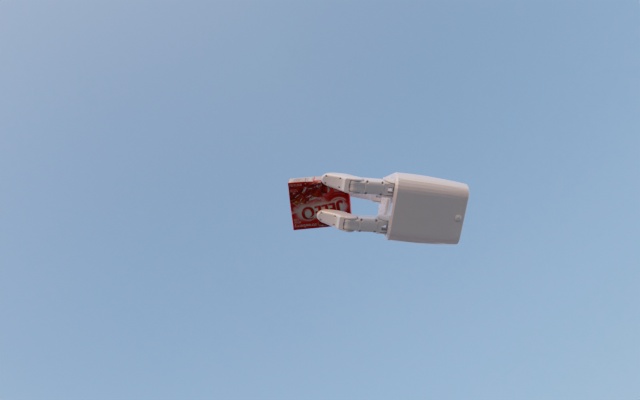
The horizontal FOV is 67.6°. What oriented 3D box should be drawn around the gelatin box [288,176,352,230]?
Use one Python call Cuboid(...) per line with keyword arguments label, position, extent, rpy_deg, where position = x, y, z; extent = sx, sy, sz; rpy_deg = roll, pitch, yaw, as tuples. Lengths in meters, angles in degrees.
Cuboid(label="gelatin box", position=(0.000, 0.002, 0.702), extent=(0.089, 0.073, 0.030), rpy_deg=(-5, 15, 4))
